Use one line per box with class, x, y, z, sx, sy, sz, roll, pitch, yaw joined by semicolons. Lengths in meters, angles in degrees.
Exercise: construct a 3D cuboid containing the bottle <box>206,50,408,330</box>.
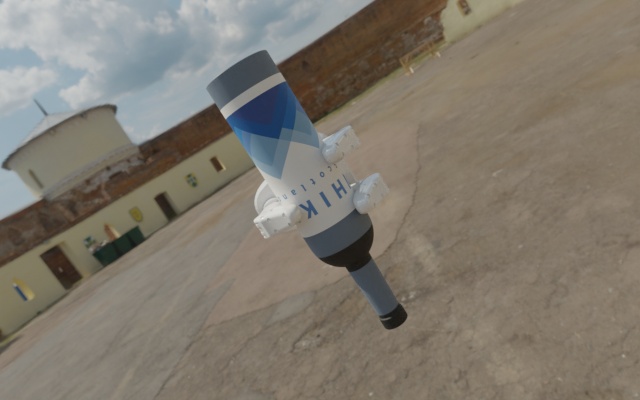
bottle;0.000;0.001;0.465;0.069;0.296;0.069;-31;10;6
